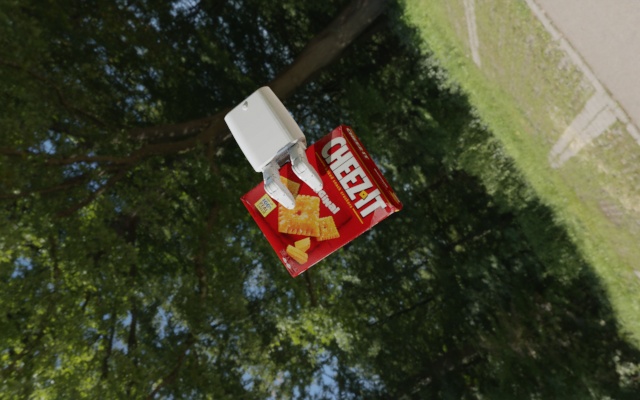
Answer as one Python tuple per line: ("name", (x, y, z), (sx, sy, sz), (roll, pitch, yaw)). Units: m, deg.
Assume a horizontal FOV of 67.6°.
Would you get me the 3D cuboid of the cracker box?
("cracker box", (0.000, 0.003, 0.792), (0.214, 0.164, 0.072), (-35, -5, 15))
